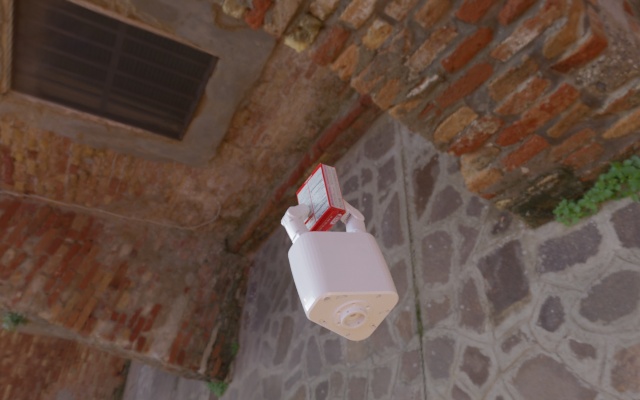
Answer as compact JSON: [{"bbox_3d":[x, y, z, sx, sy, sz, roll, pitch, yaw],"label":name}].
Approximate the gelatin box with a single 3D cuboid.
[{"bbox_3d":[0.000,0.002,0.701,0.030,0.089,0.073,14,-45,-30],"label":"gelatin box"}]
